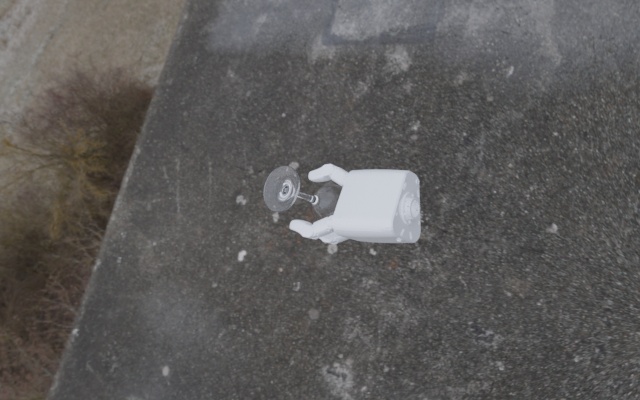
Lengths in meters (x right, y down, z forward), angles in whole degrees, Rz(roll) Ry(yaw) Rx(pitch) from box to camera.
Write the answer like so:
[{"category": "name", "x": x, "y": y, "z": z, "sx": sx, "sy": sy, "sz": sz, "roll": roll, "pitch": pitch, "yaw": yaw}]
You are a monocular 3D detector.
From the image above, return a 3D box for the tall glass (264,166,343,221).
[{"category": "tall glass", "x": 0.000, "y": 0.002, "z": 0.814, "sx": 0.079, "sy": 0.079, "sz": 0.201, "roll": 0, "pitch": -12, "yaw": 39}]
